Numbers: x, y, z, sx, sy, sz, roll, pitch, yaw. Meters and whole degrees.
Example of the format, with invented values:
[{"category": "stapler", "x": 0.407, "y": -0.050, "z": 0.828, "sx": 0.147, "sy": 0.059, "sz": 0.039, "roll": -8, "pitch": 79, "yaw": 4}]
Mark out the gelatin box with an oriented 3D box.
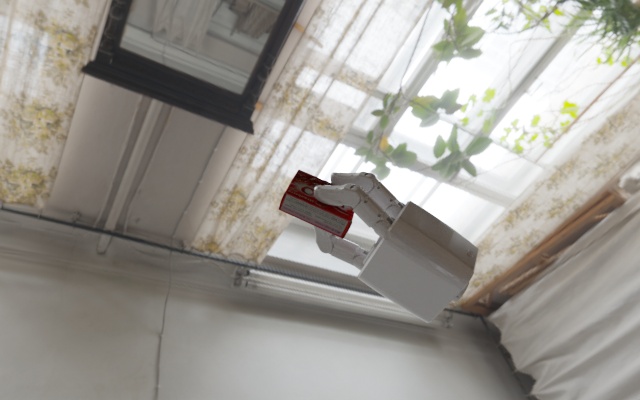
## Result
[{"category": "gelatin box", "x": 0.000, "y": 0.002, "z": 0.598, "sx": 0.089, "sy": 0.030, "sz": 0.073, "roll": 24, "pitch": 28, "yaw": -1}]
